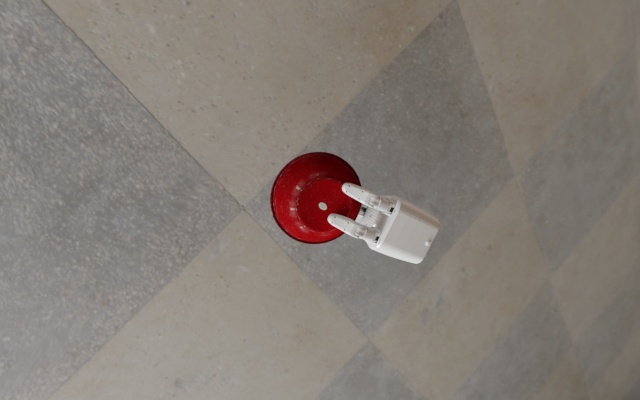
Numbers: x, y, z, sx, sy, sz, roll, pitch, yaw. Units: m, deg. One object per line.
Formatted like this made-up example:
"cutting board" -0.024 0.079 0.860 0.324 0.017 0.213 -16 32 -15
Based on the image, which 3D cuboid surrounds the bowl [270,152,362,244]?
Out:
"bowl" -0.001 0.002 0.789 0.162 0.162 0.055 0 12 -13
